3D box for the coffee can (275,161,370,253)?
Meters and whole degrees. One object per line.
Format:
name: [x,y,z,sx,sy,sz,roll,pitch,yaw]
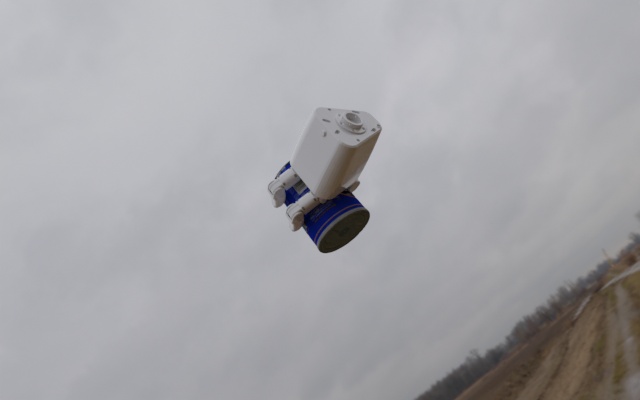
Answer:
coffee can: [0.000,0.003,0.798,0.103,0.140,0.103,-30,-27,-17]
